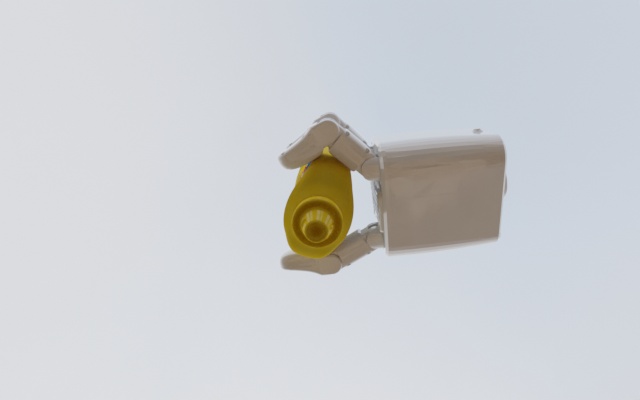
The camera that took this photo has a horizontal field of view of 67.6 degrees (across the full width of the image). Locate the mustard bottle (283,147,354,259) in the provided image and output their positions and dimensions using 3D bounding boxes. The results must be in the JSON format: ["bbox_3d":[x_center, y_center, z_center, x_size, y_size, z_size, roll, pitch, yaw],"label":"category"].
[{"bbox_3d":[0.000,0.001,0.448,0.058,0.096,0.191,18,13,-3],"label":"mustard bottle"}]
